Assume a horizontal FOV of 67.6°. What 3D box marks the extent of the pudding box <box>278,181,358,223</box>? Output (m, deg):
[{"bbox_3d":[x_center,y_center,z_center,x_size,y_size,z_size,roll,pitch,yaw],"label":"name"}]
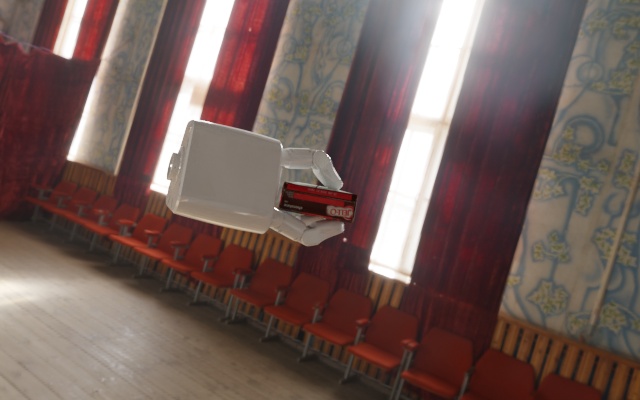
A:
[{"bbox_3d":[0.000,0.002,0.604,0.090,0.039,0.113,11,3,3],"label":"pudding box"}]
